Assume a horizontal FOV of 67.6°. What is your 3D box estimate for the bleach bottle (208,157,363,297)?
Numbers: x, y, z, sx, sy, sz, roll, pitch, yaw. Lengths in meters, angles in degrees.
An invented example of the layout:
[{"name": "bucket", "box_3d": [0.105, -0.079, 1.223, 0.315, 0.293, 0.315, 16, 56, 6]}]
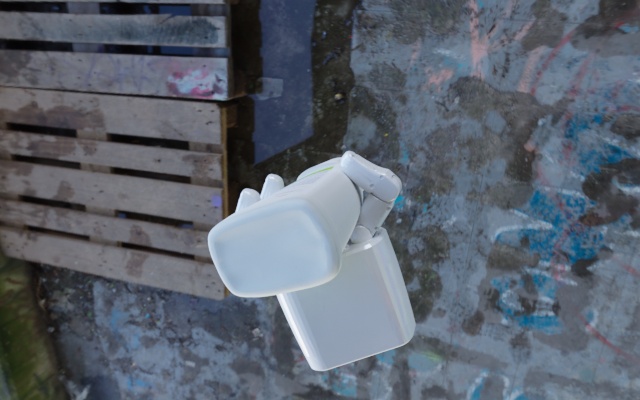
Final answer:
[{"name": "bleach bottle", "box_3d": [0.000, 0.001, 0.449, 0.102, 0.068, 0.250, -16, 11, 23]}]
